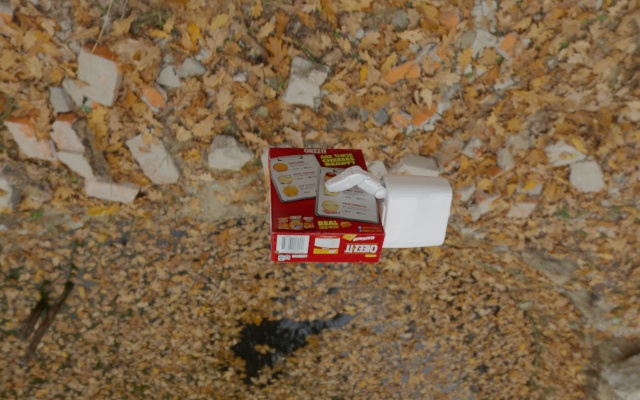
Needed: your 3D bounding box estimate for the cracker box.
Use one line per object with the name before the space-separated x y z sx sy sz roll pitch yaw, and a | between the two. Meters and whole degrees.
cracker box | 0.000 0.002 0.763 0.164 0.072 0.213 1 40 -8
